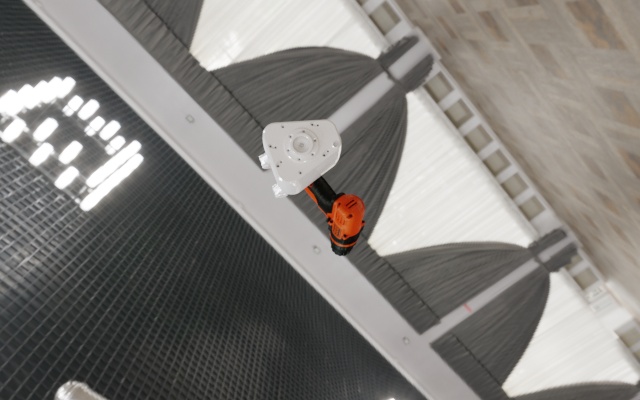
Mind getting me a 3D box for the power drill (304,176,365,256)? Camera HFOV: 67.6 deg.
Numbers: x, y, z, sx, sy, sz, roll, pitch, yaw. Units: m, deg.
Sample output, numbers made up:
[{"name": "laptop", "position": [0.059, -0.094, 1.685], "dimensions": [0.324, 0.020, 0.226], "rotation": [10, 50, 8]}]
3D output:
[{"name": "power drill", "position": [0.000, 0.002, 0.845], "dimensions": [0.057, 0.187, 0.184], "rotation": [-37, -20, -23]}]
